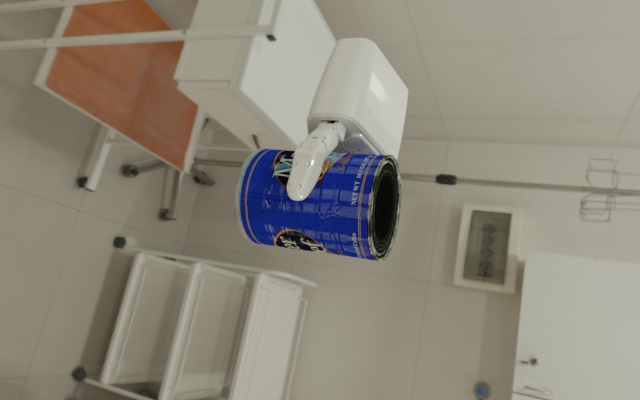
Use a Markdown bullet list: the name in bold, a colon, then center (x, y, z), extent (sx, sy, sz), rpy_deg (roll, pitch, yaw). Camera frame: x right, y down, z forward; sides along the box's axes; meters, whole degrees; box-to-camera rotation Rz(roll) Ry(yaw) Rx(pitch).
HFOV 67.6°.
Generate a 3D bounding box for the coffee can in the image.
- **coffee can**: center (0.000, 0.002, 0.480), extent (0.140, 0.103, 0.103), rpy_deg (5, 2, 23)
